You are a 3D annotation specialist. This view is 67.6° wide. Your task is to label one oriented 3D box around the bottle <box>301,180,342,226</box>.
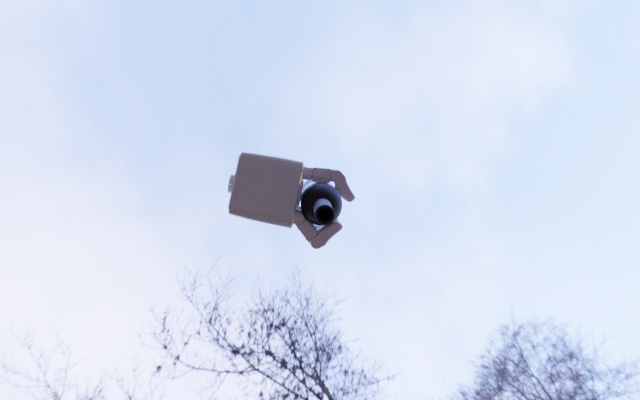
[{"bbox_3d":[0.000,0.003,0.794,0.069,0.069,0.295,0,7,-2],"label":"bottle"}]
